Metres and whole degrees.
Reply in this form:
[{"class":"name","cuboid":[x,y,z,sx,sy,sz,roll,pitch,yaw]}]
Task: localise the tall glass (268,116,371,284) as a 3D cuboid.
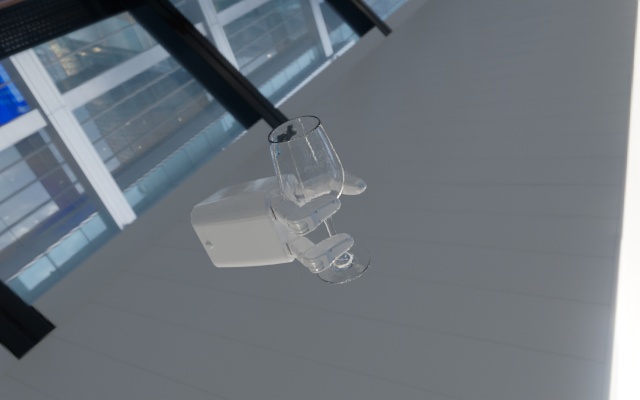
[{"class":"tall glass","cuboid":[0.000,0.002,0.575,0.079,0.201,0.079,-15,31,9]}]
